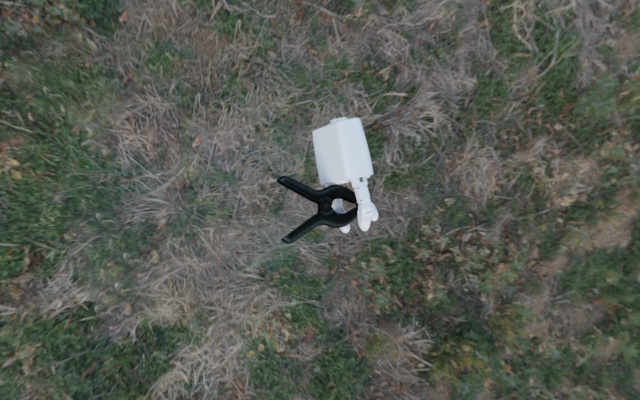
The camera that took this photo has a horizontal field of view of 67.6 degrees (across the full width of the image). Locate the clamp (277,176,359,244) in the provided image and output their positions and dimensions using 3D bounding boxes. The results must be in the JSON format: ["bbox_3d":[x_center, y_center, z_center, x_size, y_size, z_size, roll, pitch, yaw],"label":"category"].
[{"bbox_3d":[0.000,0.003,0.868,0.171,0.120,0.039,-12,2,-16],"label":"clamp"}]
